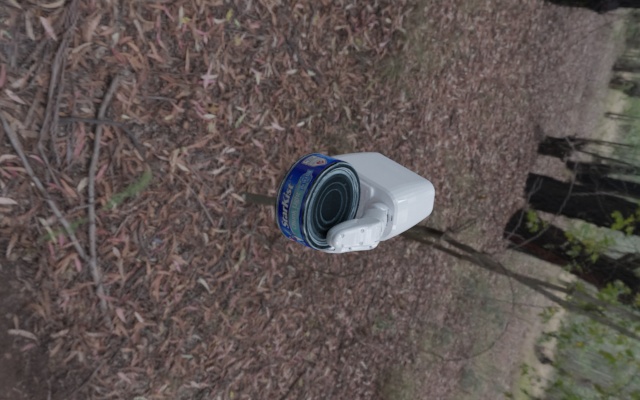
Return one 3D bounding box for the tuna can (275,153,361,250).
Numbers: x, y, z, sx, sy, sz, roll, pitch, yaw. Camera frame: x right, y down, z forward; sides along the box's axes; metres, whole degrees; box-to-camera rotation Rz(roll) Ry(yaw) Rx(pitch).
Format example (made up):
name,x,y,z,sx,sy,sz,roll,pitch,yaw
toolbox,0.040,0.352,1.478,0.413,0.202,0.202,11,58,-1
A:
name,x,y,z,sx,sy,sz,roll,pitch,yaw
tuna can,0.000,0.002,0.437,0.033,0.086,0.086,20,12,36
